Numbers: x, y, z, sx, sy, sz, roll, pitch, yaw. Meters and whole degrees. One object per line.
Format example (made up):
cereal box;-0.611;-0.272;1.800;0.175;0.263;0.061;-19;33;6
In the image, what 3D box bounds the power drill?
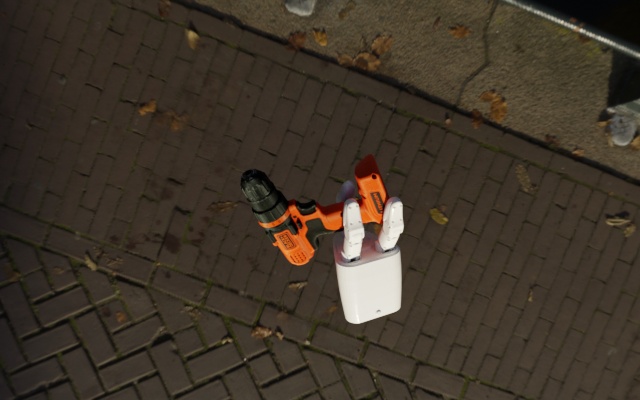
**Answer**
power drill;0.001;0.002;0.681;0.187;0.057;0.185;-19;-49;12
